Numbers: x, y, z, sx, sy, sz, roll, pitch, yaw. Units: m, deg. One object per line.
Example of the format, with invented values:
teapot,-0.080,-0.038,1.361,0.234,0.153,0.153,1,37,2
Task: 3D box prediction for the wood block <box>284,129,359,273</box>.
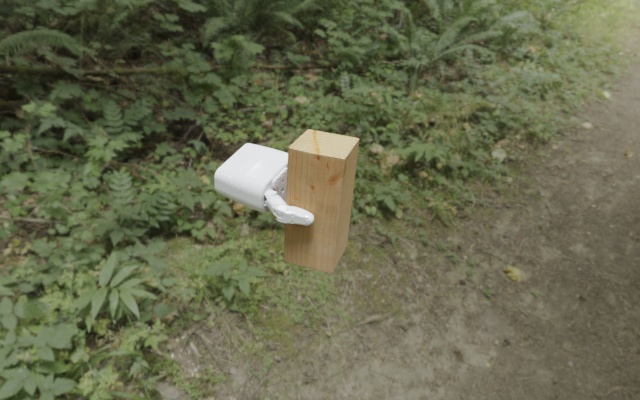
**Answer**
wood block,0.000,0.002,0.776,0.090,0.206,0.090,13,30,15
